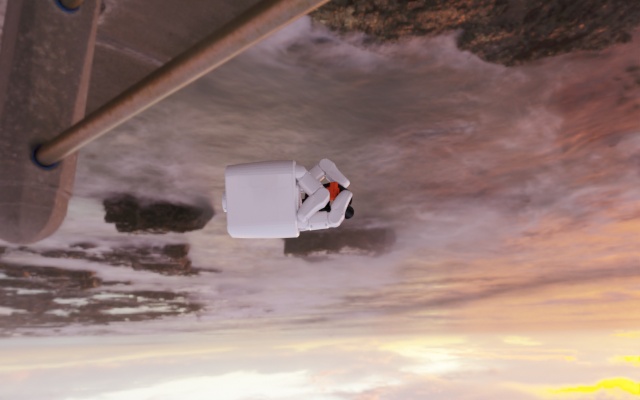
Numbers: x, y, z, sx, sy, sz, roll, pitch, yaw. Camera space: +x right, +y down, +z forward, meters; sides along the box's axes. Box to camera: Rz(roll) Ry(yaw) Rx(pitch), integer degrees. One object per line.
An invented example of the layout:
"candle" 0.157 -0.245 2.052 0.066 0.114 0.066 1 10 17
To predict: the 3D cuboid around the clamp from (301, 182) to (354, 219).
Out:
"clamp" 0.000 0.003 0.821 0.120 0.039 0.171 -3 -16 1
